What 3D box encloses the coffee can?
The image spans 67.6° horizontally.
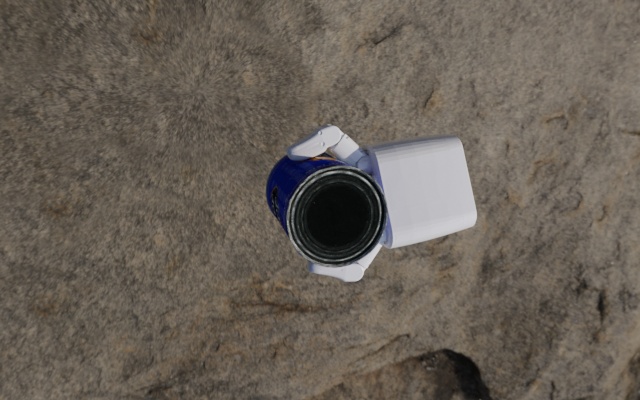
[{"bbox_3d":[0.000,0.002,0.524,0.103,0.103,0.140,0,13,-15],"label":"coffee can"}]
